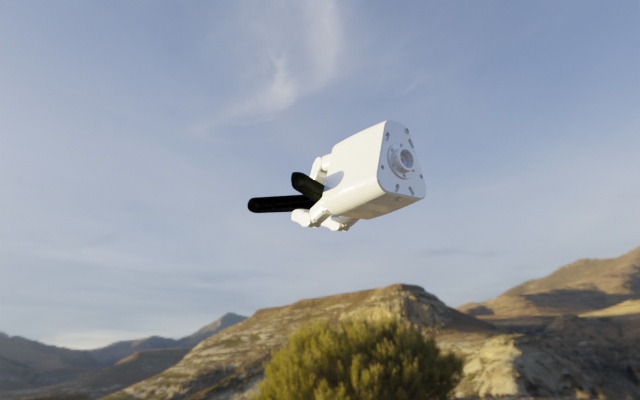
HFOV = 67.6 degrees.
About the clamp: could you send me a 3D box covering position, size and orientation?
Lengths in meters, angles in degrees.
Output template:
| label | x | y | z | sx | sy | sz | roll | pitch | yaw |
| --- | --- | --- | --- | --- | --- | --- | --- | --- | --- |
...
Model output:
| label | x | y | z | sx | sy | sz | roll | pitch | yaw |
| --- | --- | --- | --- | --- | --- | --- | --- | --- | --- |
| clamp | 0.001 | 0.002 | 0.747 | 0.210 | 0.036 | 0.164 | 10 | -18 | -36 |
